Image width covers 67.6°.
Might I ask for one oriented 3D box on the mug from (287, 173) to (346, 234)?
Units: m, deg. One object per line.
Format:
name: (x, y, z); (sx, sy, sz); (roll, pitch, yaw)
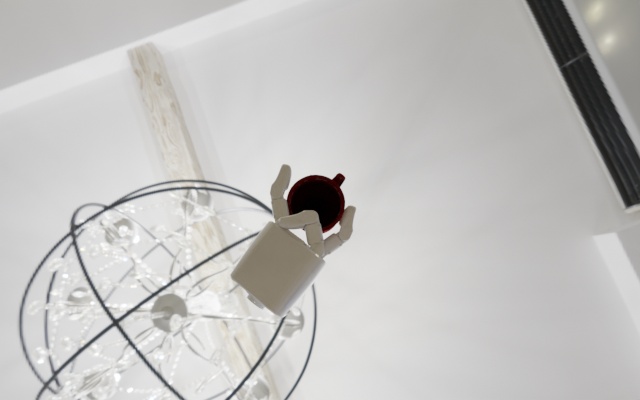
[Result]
mug: (0.001, 0.001, 0.790); (0.093, 0.117, 0.081); (36, -8, 7)
